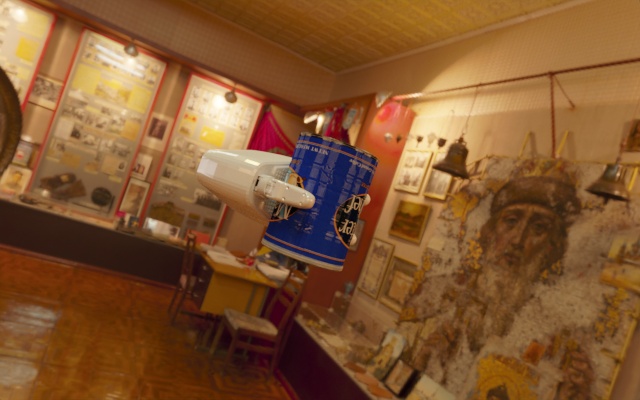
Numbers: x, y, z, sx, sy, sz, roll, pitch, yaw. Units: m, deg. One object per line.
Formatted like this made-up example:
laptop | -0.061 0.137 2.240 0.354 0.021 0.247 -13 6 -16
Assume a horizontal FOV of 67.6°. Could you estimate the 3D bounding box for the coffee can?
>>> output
coffee can | 0.000 0.002 0.574 0.103 0.140 0.103 19 -1 0
